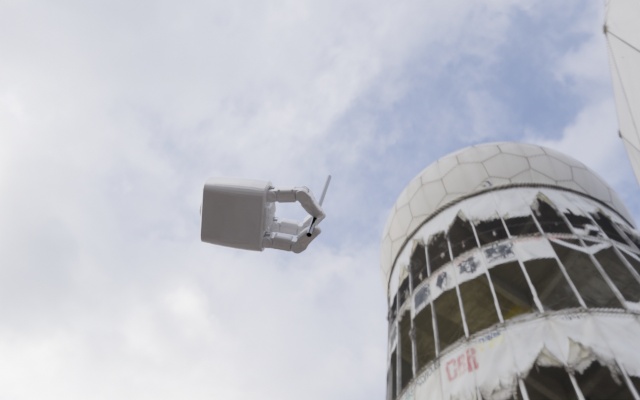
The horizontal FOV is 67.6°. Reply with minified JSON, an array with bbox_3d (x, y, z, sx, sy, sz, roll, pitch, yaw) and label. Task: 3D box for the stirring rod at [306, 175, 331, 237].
[{"bbox_3d":[0.000,0.003,0.834,0.011,0.011,0.239,0,24,9],"label":"stirring rod"}]
